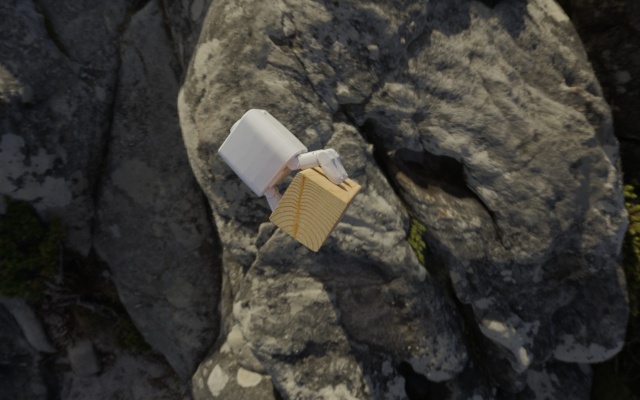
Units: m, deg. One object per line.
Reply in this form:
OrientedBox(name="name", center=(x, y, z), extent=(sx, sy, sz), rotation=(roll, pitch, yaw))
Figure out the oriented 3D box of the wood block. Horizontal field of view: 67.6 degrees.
OrientedBox(name="wood block", center=(0.000, 0.003, 0.801), extent=(0.090, 0.091, 0.206), rotation=(34, 13, 4))
